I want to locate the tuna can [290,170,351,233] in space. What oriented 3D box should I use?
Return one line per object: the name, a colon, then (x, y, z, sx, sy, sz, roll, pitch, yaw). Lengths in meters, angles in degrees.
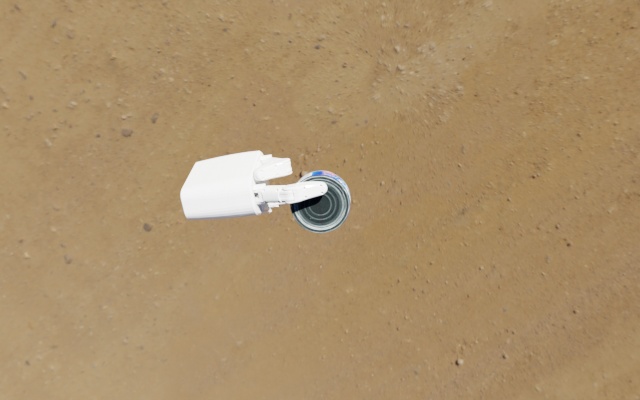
tuna can: (0.000, 0.002, 0.677, 0.086, 0.086, 0.033, 0, 14, 3)
